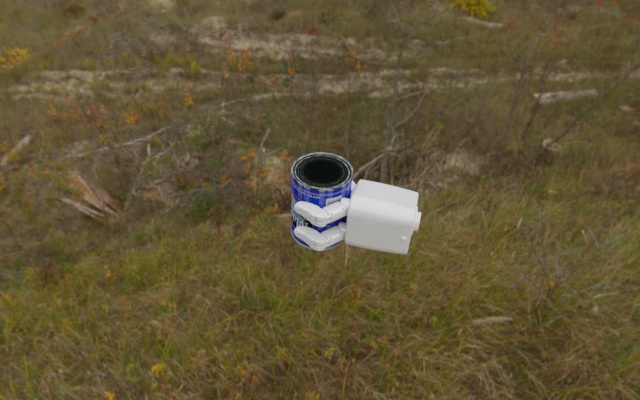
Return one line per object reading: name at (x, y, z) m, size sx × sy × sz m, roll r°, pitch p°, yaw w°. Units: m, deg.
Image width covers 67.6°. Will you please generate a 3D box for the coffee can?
coffee can at (0.000, 0.003, 0.827) m, size 0.103 × 0.140 × 0.102 m, roll 2°, pitch 41°, yaw -1°
